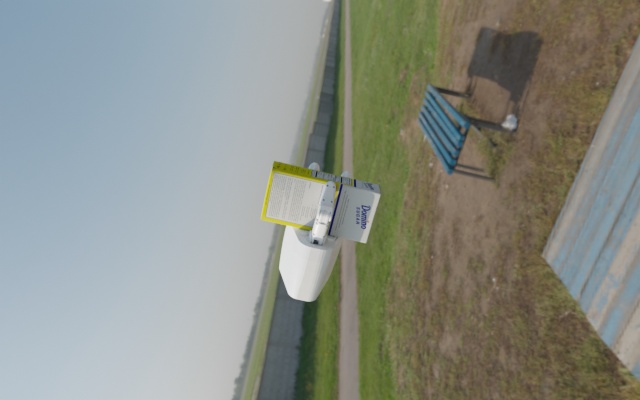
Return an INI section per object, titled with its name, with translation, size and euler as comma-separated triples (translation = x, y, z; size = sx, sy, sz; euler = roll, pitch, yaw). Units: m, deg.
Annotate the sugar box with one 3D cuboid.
[sugar box]
translation = 0.000, 0.002, 0.767
size = 0.176, 0.093, 0.048
euler = 13, 23, -5
